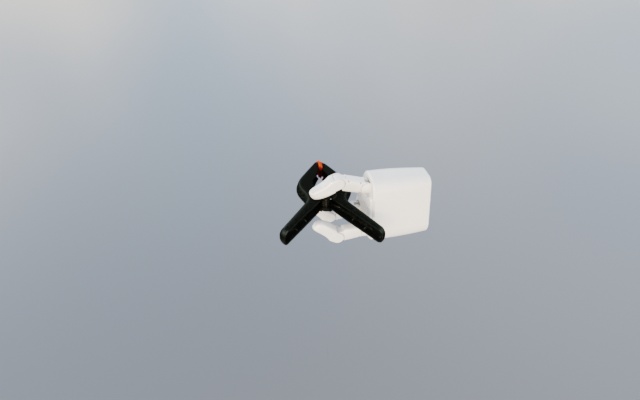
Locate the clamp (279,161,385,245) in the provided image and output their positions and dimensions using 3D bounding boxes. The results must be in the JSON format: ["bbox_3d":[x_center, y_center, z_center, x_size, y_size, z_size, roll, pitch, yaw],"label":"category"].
[{"bbox_3d":[0.000,0.002,0.801,0.164,0.036,0.209,-4,39,-14],"label":"clamp"}]
